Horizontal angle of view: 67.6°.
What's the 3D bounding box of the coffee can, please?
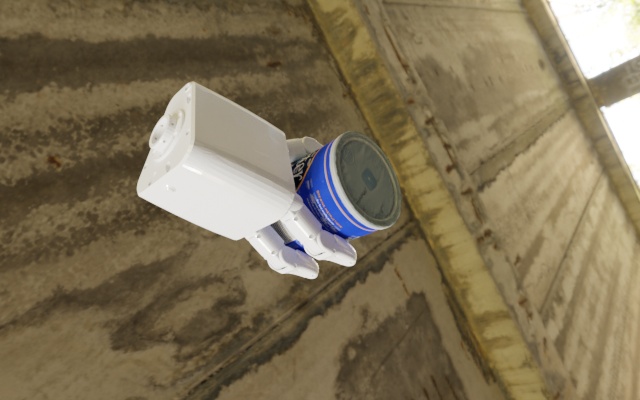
[{"bbox_3d":[0.000,0.002,0.513,0.140,0.102,0.103,-26,-17,39],"label":"coffee can"}]
